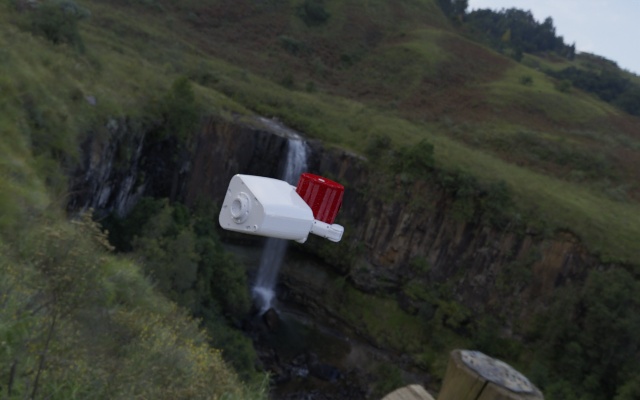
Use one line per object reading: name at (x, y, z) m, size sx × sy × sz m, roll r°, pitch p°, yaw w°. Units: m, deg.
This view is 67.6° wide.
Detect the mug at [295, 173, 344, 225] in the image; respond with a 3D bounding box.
mug at (0.001, 0.003, 0.856) m, size 0.093 × 0.081 × 0.117 m, roll 27°, pitch 11°, yaw 40°
